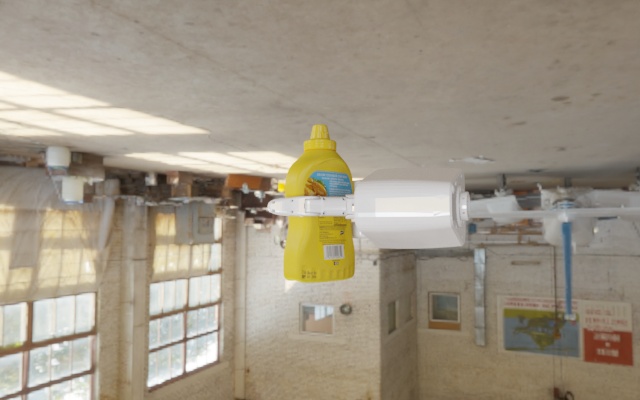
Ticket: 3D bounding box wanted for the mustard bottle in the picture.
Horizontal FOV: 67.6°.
[{"bbox_3d":[0.000,0.002,0.590,0.096,0.191,0.058,3,-4,-40],"label":"mustard bottle"}]
